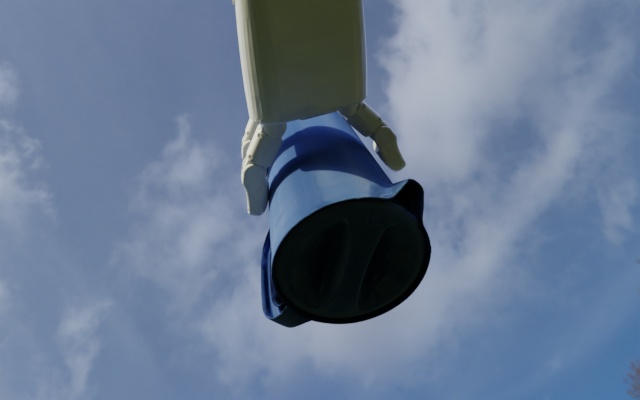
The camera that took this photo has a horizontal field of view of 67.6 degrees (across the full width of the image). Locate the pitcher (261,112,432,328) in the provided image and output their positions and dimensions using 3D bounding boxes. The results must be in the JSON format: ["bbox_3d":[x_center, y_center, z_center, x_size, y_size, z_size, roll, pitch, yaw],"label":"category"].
[{"bbox_3d":[0.000,0.001,0.486,0.149,0.145,0.242,-10,33,-5],"label":"pitcher"}]
